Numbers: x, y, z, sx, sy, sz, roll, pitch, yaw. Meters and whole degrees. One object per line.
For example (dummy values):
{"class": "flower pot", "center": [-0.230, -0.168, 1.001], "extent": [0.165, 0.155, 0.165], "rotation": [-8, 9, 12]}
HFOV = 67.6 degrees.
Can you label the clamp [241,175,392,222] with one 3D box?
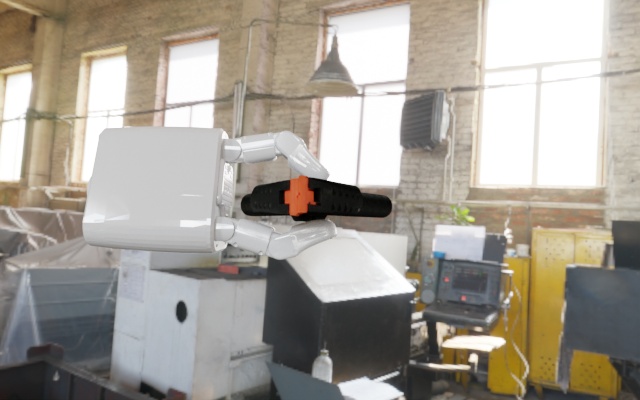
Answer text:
{"class": "clamp", "center": [0.000, 0.001, 0.438], "extent": [0.164, 0.036, 0.210], "rotation": [0, -3, -4]}
